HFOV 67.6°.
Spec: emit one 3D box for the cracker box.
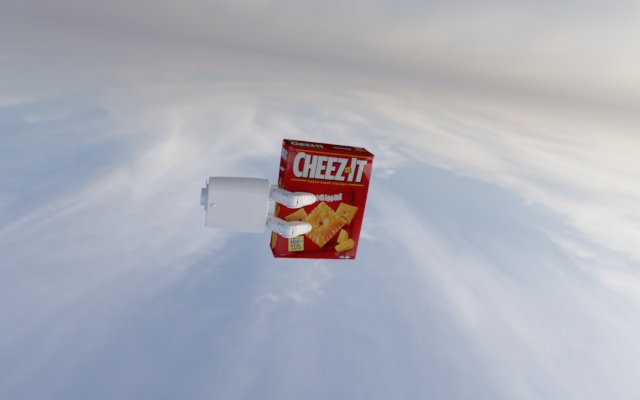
[{"bbox_3d":[0.000,0.003,0.896,0.164,0.214,0.072,4,17,-16],"label":"cracker box"}]
